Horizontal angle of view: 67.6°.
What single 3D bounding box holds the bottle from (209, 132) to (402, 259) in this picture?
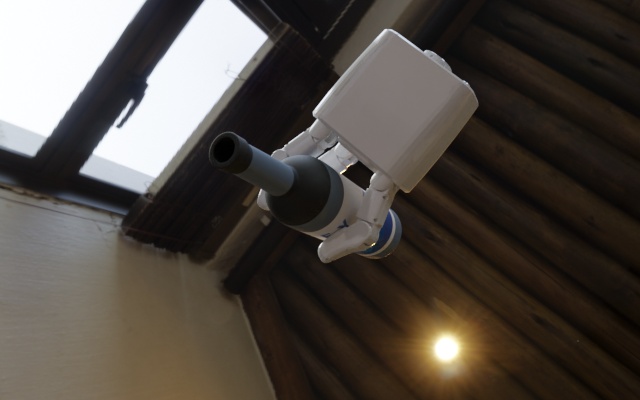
[{"bbox_3d":[0.000,0.002,0.458,0.069,0.069,0.296,0,-15,28],"label":"bottle"}]
